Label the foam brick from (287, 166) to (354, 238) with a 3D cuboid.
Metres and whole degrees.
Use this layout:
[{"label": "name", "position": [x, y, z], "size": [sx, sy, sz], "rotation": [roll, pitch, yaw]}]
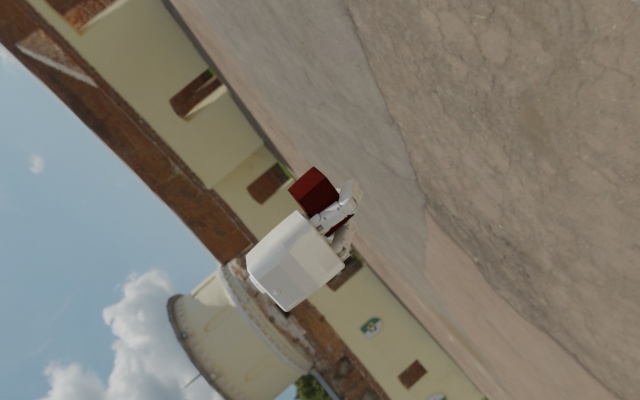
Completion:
[{"label": "foam brick", "position": [0.000, 0.002, 0.674], "size": [0.051, 0.078, 0.053], "rotation": [-39, 28, -4]}]
